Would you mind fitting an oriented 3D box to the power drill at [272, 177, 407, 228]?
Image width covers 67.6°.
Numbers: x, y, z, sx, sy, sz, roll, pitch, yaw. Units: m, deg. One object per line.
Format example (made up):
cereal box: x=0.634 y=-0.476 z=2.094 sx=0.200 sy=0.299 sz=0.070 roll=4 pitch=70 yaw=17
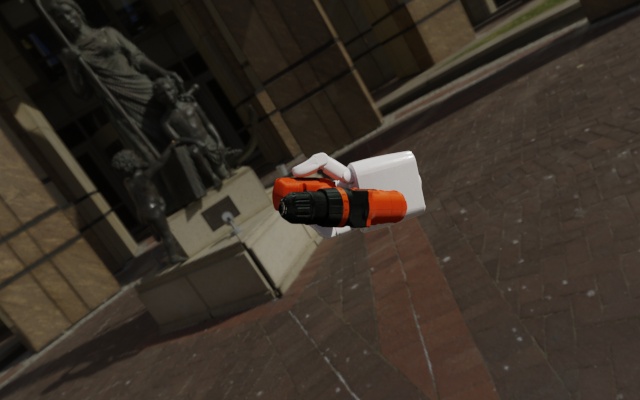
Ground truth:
power drill: x=0.000 y=0.002 z=0.679 sx=0.184 sy=0.057 sz=0.187 roll=2 pitch=7 yaw=-29
